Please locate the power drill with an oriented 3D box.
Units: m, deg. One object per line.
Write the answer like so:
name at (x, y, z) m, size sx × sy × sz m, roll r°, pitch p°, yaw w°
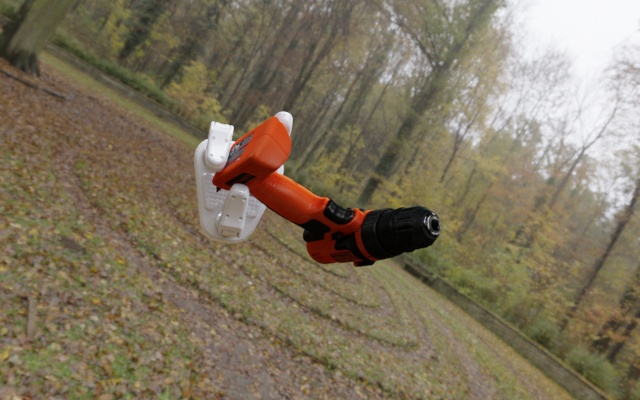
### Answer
power drill at (0.000, 0.001, 0.472) m, size 0.188 × 0.057 × 0.184 m, roll 38°, pitch -32°, yaw -23°
